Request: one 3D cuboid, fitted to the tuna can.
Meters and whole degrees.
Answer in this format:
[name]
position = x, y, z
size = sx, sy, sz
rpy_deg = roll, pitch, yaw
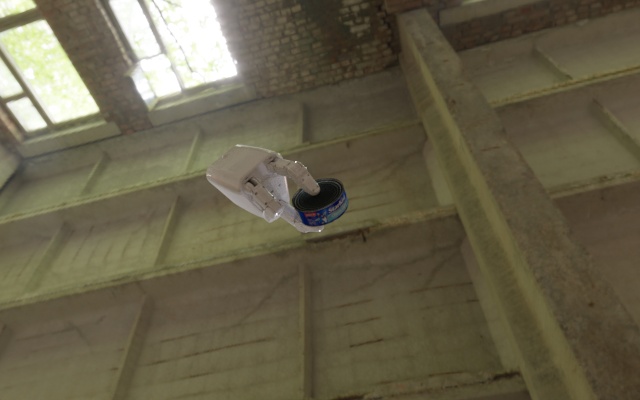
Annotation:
[tuna can]
position = 0.000, 0.003, 0.754
size = 0.086, 0.034, 0.086
rpy_deg = -16, 33, 10
